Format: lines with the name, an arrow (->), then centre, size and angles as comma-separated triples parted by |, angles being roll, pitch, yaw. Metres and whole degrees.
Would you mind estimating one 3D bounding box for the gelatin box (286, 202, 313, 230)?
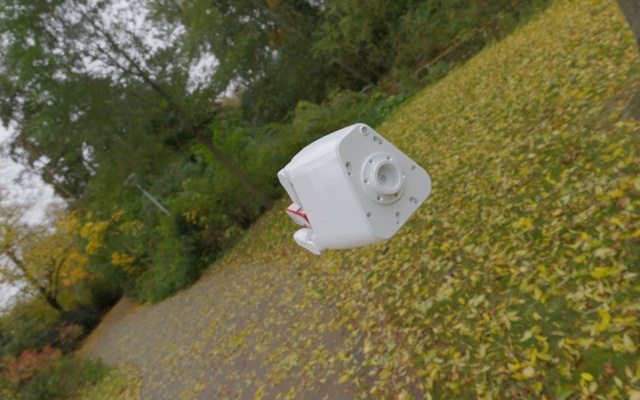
gelatin box -> 0.000, 0.002, 0.617 | 0.073, 0.030, 0.089 | -43, 16, -11
